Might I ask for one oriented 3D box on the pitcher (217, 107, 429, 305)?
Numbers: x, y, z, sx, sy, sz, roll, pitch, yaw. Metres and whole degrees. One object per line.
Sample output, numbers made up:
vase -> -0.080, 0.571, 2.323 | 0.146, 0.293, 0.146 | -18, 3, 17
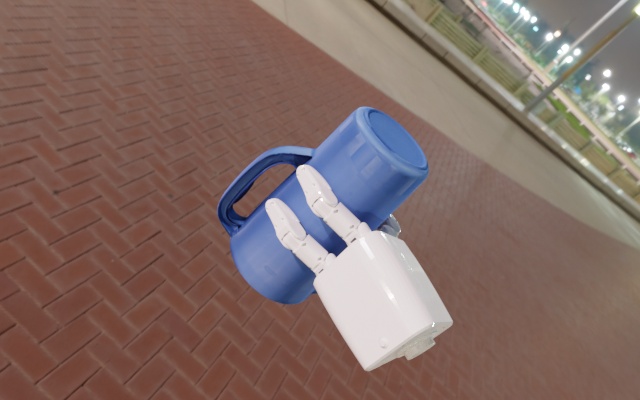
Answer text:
pitcher -> 0.000, 0.002, 0.570 | 0.149, 0.145, 0.243 | 5, -43, -50
